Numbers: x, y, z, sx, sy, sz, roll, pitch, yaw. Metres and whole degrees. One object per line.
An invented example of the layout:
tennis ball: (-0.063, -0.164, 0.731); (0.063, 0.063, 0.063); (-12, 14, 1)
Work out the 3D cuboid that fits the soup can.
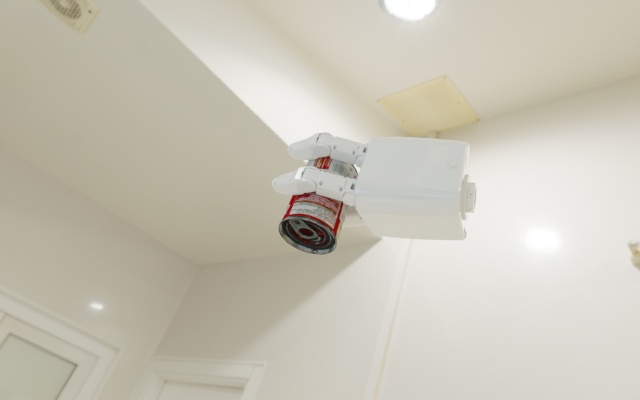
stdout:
soup can: (0.000, 0.002, 0.555); (0.068, 0.102, 0.069); (14, -36, 10)
